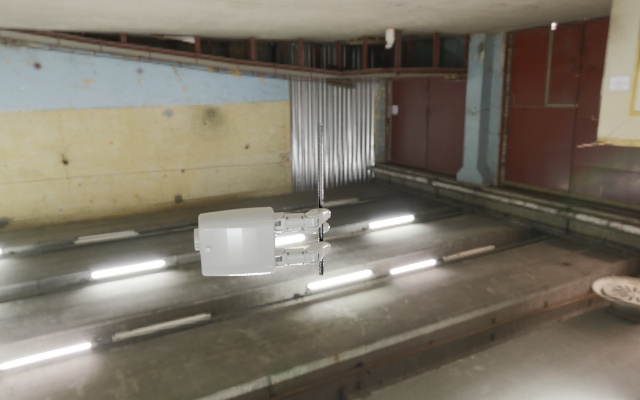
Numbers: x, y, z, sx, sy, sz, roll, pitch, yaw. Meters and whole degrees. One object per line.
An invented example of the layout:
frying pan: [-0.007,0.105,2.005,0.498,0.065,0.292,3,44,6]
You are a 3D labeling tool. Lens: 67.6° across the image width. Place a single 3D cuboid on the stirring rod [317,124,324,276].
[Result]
stirring rod: [0.000,0.002,0.741,0.011,0.239,0.011,-1,14,0]
